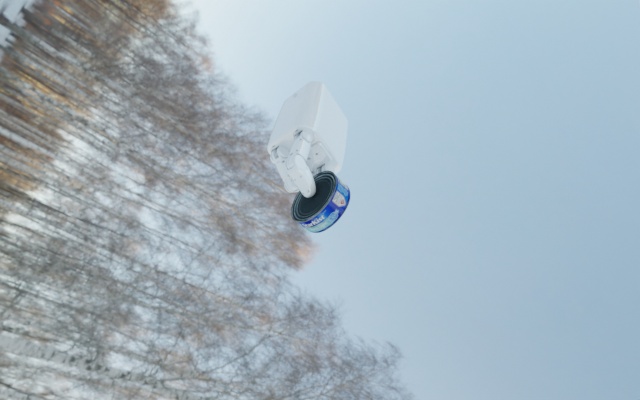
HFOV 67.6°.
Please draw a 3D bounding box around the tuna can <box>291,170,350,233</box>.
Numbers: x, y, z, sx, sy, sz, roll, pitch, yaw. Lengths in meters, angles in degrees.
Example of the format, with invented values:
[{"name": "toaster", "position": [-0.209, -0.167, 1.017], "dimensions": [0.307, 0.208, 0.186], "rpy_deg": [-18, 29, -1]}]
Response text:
[{"name": "tuna can", "position": [0.000, 0.003, 0.668], "dimensions": [0.034, 0.086, 0.086], "rpy_deg": [40, -22, -29]}]
